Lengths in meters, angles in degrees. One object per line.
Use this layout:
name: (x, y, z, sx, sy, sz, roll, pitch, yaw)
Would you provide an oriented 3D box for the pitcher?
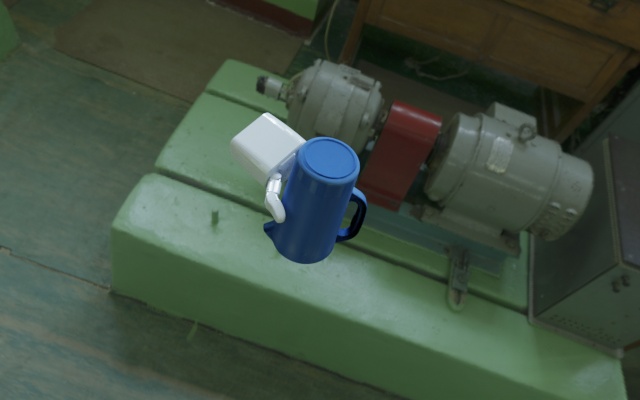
pitcher: (0.000, 0.003, 0.883, 0.149, 0.145, 0.243, -35, -21, -35)
